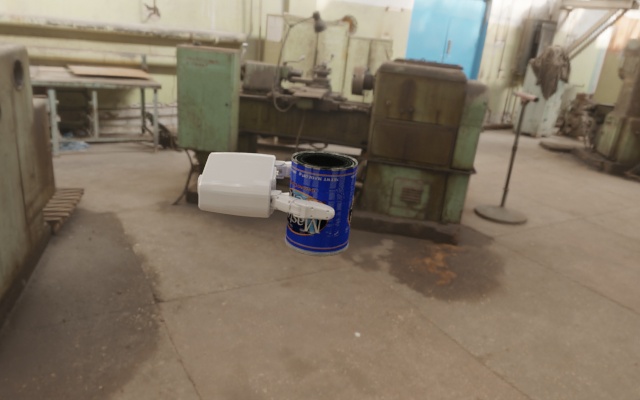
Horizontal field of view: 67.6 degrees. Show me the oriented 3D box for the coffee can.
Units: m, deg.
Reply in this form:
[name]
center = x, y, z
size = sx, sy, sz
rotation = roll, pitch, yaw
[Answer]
[coffee can]
center = 0.000, 0.003, 0.748
size = 0.103, 0.140, 0.102
rotation = 5, 19, -2
